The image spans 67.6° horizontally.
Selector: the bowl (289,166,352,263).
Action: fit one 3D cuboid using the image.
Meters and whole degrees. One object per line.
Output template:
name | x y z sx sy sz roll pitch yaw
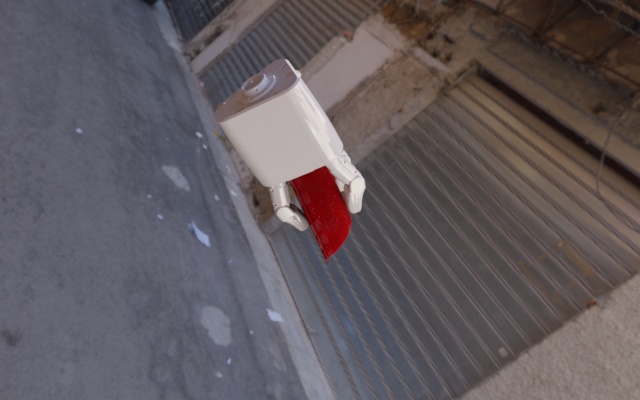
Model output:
bowl | 0.001 0.003 0.659 0.055 0.162 0.162 -24 1 -2
